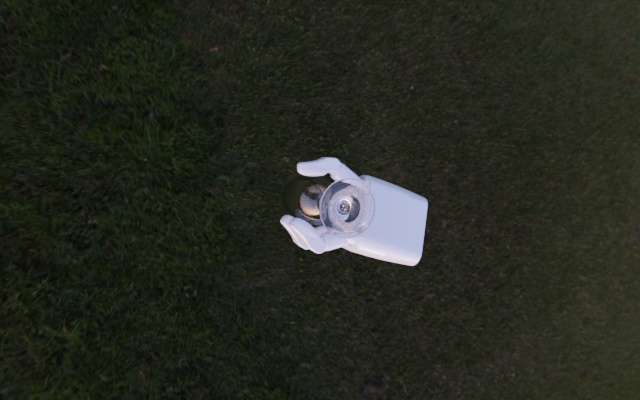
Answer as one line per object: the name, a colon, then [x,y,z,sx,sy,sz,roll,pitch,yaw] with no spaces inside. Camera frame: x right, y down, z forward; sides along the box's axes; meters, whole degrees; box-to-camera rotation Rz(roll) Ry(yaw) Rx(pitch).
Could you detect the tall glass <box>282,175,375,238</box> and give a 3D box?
tall glass: [0.000,0.002,0.678,0.079,0.079,0.201,0,5,-20]
